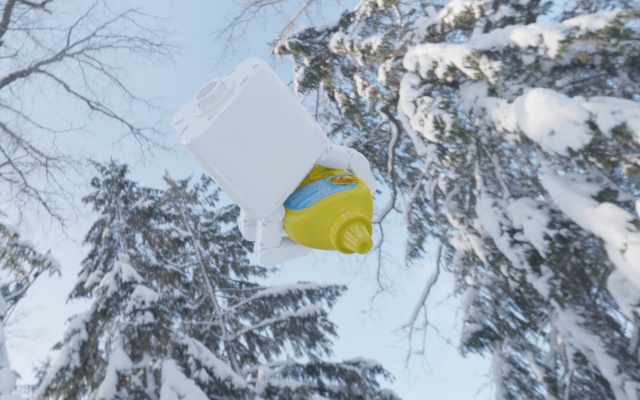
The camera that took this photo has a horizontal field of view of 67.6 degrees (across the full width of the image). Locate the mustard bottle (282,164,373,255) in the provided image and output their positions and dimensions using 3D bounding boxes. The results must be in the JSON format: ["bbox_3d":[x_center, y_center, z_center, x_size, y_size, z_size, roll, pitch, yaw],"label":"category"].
[{"bbox_3d":[0.000,0.002,0.499,0.096,0.058,0.191,-22,31,-16],"label":"mustard bottle"}]
